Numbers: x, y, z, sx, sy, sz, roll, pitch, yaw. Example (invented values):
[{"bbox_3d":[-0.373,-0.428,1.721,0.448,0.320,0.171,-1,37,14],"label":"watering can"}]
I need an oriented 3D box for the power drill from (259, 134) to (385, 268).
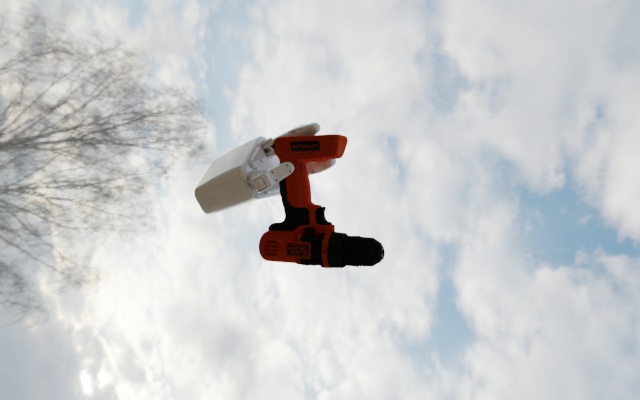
[{"bbox_3d":[0.000,0.002,0.678,0.184,0.187,0.057,1,1,16],"label":"power drill"}]
